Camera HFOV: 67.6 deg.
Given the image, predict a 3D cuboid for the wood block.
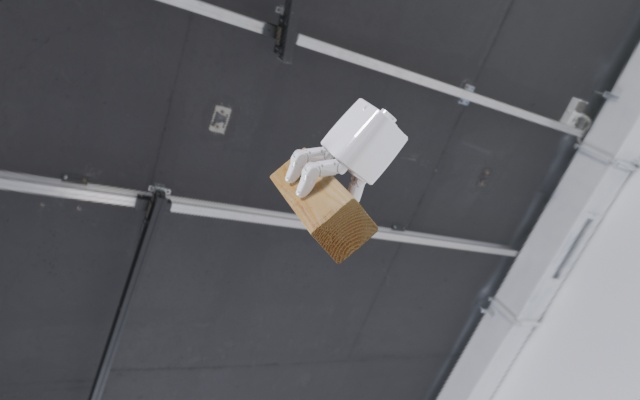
[{"bbox_3d":[0.001,0.003,0.831,0.091,0.090,0.206,49,1,-37],"label":"wood block"}]
